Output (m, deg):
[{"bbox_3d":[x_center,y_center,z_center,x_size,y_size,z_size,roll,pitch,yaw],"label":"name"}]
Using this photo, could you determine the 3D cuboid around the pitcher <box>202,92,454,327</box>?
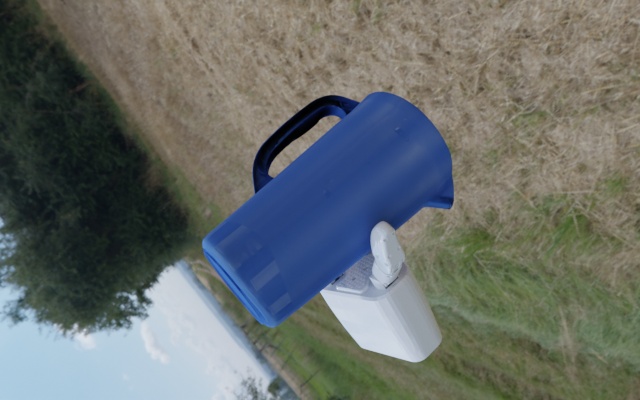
[{"bbox_3d":[0.000,0.002,0.486,0.243,0.145,0.149,-39,27,-18],"label":"pitcher"}]
